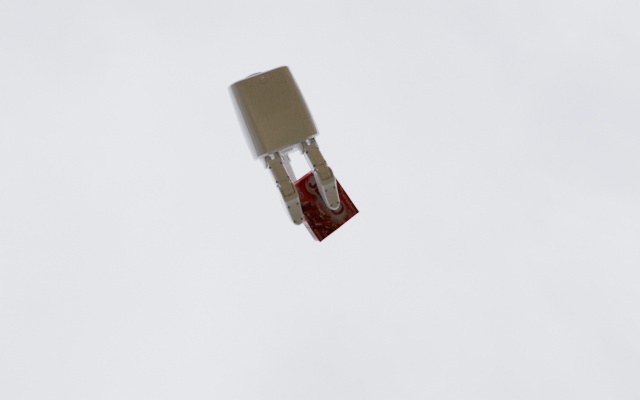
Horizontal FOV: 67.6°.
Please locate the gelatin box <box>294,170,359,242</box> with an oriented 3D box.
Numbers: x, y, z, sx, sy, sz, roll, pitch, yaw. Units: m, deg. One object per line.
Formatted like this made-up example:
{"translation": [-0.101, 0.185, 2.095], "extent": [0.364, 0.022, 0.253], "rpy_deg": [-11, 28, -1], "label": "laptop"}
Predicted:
{"translation": [0.000, 0.002, 0.673], "extent": [0.073, 0.089, 0.030], "rpy_deg": [-37, 11, -14], "label": "gelatin box"}
